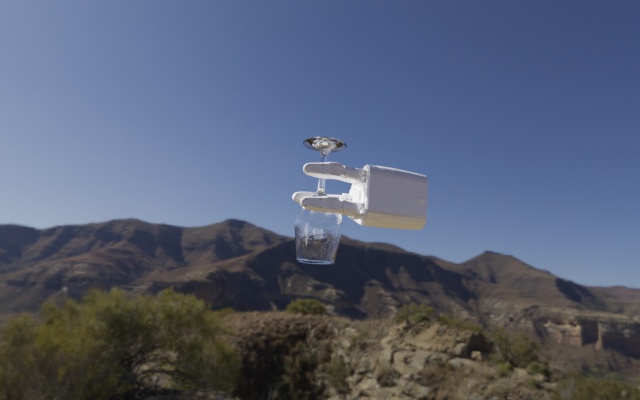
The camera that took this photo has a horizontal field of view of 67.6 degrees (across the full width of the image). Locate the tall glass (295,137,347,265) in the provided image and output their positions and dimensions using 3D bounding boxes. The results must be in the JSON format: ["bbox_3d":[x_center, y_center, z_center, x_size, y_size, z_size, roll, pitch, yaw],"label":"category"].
[{"bbox_3d":[0.000,0.002,0.783,0.079,0.201,0.079,5,-12,1],"label":"tall glass"}]
